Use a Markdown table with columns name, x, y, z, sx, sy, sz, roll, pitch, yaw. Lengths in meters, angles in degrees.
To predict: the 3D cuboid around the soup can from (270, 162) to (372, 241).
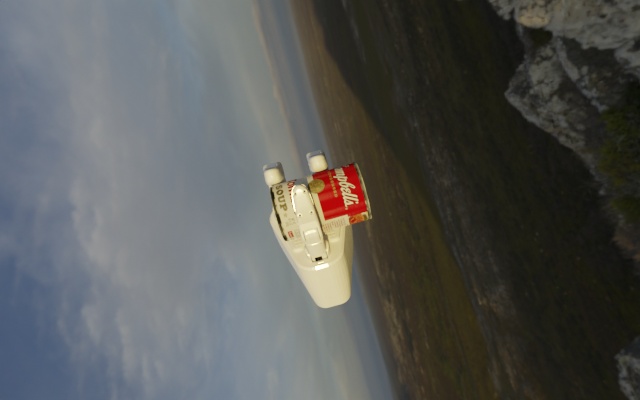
| name | x | y | z | sx | sy | sz | roll | pitch | yaw |
| --- | --- | --- | --- | --- | --- | --- | --- | --- | --- |
| soup can | 0.000 | 0.002 | 0.546 | 0.102 | 0.068 | 0.068 | -15 | 0 | 0 |
